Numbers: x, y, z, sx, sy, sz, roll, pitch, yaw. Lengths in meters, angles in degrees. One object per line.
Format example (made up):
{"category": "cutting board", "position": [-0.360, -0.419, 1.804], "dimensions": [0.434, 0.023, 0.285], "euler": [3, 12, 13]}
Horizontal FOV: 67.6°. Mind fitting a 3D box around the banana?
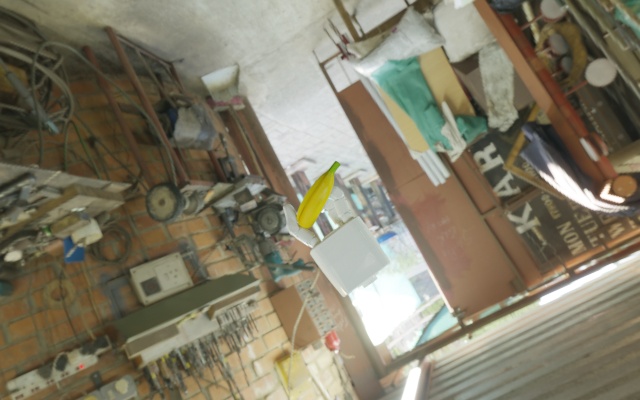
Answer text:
{"category": "banana", "position": [-0.011, 0.010, 0.866], "dimensions": [0.069, 0.037, 0.198], "euler": [-37, -14, -36]}
